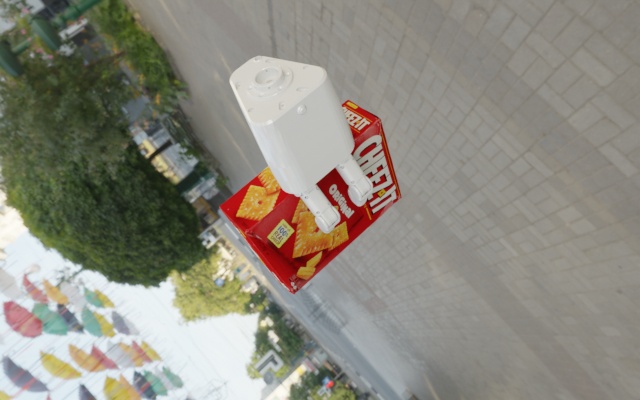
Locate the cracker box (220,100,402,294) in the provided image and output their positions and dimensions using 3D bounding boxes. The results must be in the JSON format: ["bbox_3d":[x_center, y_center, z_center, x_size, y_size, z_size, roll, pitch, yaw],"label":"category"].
[{"bbox_3d":[0.000,0.002,0.623,0.072,0.213,0.164,40,-16,38],"label":"cracker box"}]
